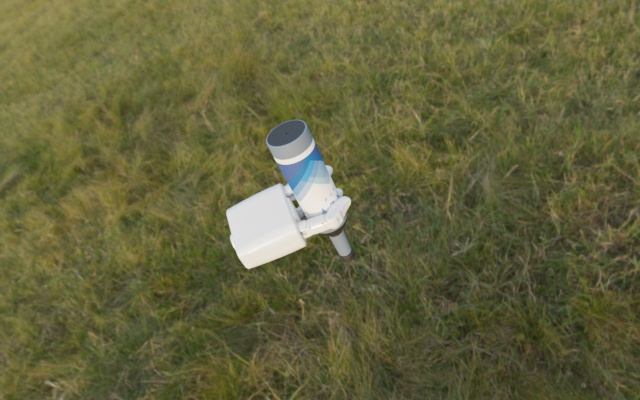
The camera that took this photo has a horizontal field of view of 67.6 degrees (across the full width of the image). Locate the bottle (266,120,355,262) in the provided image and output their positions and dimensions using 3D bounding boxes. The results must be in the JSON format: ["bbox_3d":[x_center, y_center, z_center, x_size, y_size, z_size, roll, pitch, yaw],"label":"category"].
[{"bbox_3d":[0.000,0.002,0.803,0.069,0.069,0.296,0,-44,29],"label":"bottle"}]
